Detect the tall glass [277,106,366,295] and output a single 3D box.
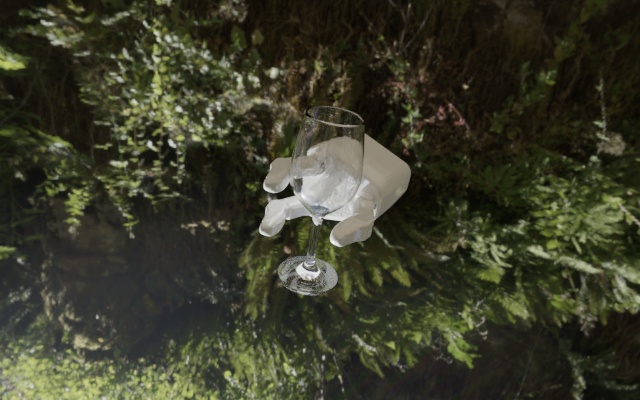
[{"bbox_3d":[0.000,0.002,0.525,0.079,0.201,0.079,8,27,-4],"label":"tall glass"}]
